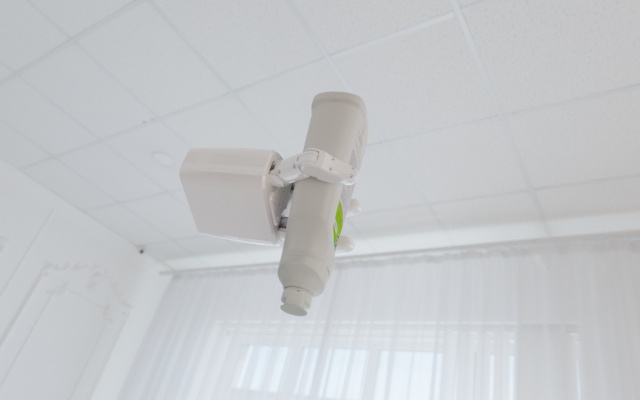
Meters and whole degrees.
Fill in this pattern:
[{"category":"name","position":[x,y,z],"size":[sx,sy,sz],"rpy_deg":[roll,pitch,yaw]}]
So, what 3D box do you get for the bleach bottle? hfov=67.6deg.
[{"category":"bleach bottle","position":[0.000,0.002,0.530],"size":[0.068,0.250,0.103],"rpy_deg":[5,-34,15]}]
